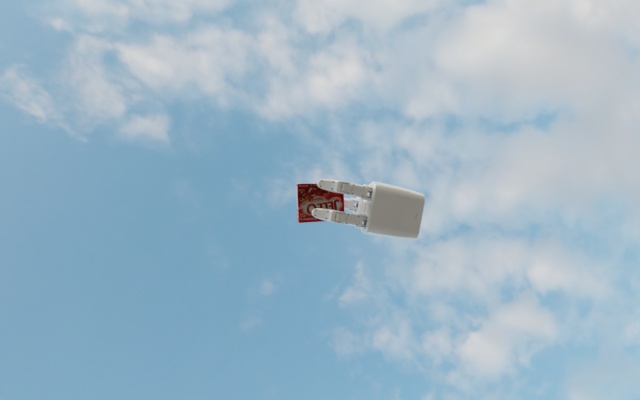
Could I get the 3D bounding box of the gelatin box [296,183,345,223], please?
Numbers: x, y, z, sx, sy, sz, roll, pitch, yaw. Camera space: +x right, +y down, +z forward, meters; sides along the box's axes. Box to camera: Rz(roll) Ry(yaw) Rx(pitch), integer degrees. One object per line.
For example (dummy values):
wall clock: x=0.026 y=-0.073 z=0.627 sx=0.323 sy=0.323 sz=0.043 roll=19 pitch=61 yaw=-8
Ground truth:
gelatin box: x=0.000 y=0.003 z=0.897 sx=0.089 sy=0.073 sz=0.030 roll=-3 pitch=3 yaw=-7
